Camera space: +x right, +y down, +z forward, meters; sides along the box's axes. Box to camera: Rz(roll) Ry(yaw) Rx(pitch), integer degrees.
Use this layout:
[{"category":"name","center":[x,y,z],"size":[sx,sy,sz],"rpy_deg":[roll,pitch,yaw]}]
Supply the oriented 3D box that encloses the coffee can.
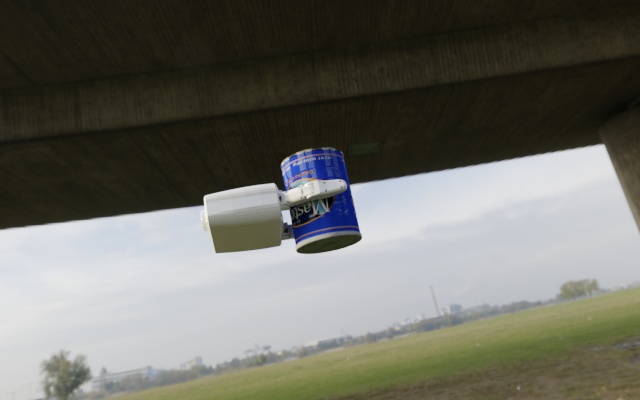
[{"category":"coffee can","center":[0.000,0.003,0.743],"size":[0.103,0.140,0.103],"rpy_deg":[-10,-17,-3]}]
